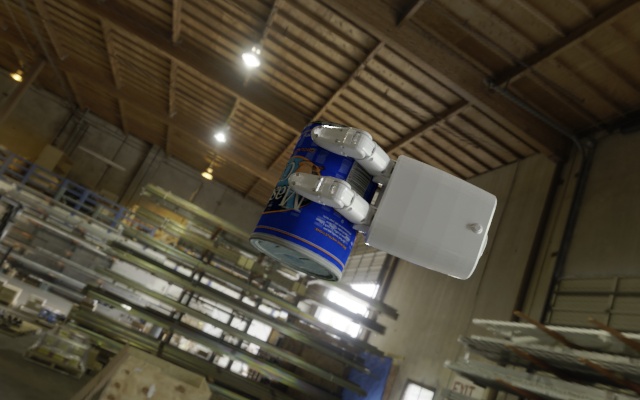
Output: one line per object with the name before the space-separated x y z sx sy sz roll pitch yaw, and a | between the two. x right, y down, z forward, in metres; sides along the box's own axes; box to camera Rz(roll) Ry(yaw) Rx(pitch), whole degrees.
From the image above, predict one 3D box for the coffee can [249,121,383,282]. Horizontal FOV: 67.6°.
coffee can | 0.000 0.002 0.512 0.103 0.140 0.103 22 -17 7
